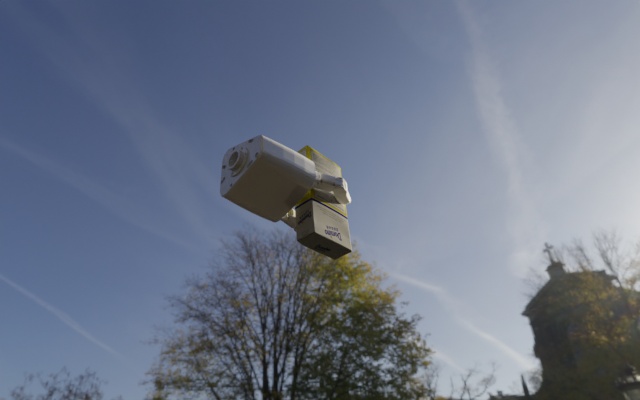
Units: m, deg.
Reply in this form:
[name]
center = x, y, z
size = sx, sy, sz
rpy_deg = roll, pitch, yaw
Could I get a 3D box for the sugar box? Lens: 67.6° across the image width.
[sugar box]
center = 0.000, 0.003, 0.797
size = 0.048, 0.176, 0.093
rpy_deg = -29, -42, 33
